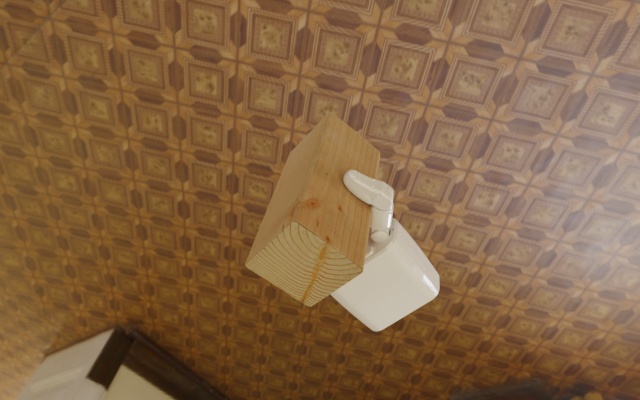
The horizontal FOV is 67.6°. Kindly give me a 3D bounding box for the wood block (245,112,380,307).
[{"bbox_3d":[0.001,0.002,0.549,0.090,0.206,0.091,37,-53,-17],"label":"wood block"}]
